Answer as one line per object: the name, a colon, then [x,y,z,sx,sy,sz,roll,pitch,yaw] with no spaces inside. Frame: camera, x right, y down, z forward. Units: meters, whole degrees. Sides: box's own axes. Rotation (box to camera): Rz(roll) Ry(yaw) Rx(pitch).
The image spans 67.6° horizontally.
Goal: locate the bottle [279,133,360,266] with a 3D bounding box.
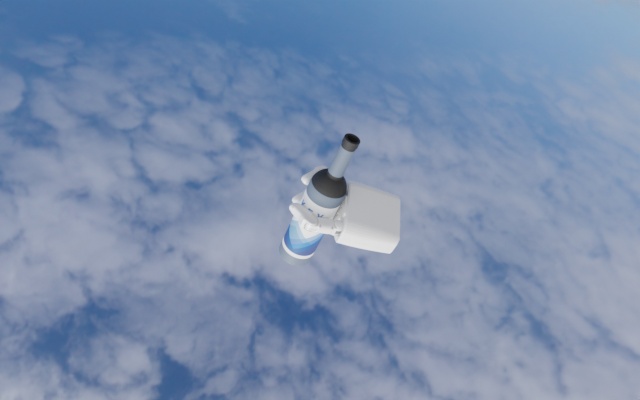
bottle: [0.000,0.003,0.849,0.069,0.069,0.296,0,-43,-28]
